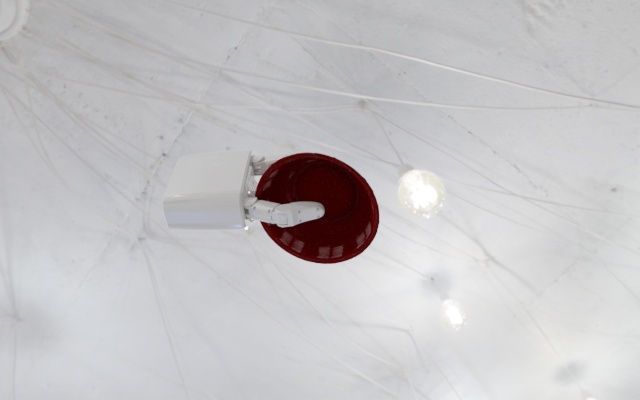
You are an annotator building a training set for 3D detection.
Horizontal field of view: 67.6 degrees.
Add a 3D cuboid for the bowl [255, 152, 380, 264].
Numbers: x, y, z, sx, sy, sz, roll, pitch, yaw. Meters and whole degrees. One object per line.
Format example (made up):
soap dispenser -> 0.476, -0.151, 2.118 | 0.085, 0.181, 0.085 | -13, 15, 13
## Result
bowl -> 0.001, 0.002, 0.619 | 0.162, 0.162, 0.055 | 0, 29, 17
